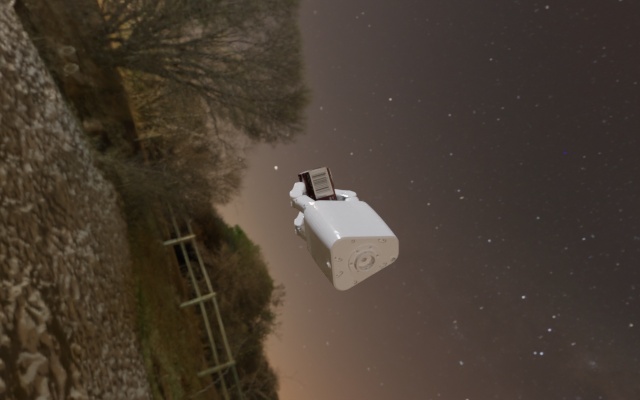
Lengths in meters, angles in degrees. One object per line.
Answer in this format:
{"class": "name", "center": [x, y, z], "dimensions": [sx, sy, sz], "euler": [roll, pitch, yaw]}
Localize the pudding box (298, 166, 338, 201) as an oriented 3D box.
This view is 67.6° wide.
{"class": "pudding box", "center": [0.000, 0.003, 0.802], "dimensions": [0.039, 0.113, 0.090], "euler": [-14, 3, -14]}
